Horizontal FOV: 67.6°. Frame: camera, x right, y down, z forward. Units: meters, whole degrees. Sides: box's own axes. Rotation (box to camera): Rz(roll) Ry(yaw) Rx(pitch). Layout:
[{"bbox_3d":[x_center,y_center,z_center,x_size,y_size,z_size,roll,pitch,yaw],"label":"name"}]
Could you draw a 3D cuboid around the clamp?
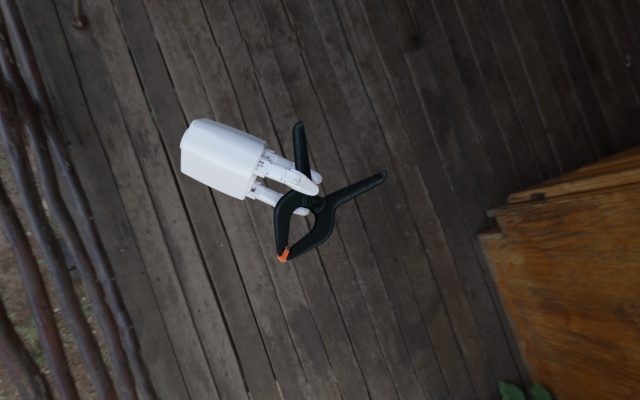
[{"bbox_3d":[0.000,0.003,0.727,0.164,0.210,0.036,23,-9,-6],"label":"clamp"}]
